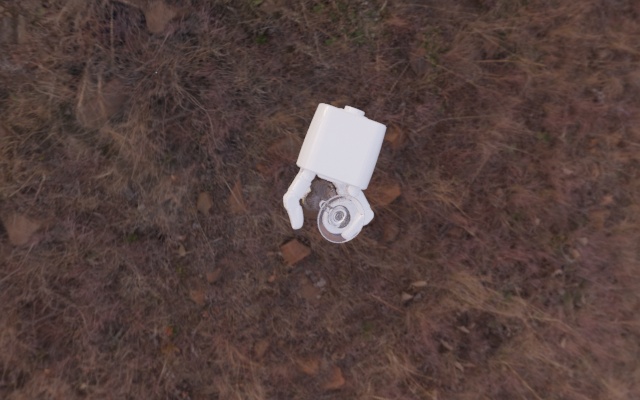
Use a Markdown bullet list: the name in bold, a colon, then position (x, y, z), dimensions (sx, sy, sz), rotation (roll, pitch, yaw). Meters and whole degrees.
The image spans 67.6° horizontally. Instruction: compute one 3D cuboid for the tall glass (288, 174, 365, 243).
- **tall glass**: position (0.000, 0.003, 0.793), dimensions (0.079, 0.079, 0.201), rotation (0, 14, -19)
